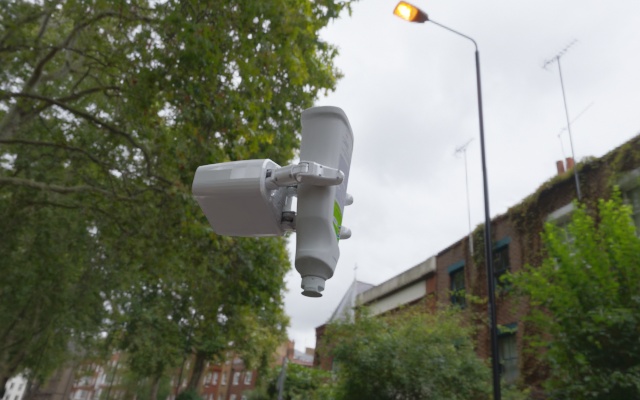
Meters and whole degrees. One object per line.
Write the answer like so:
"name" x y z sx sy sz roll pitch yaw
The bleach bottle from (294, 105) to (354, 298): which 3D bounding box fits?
"bleach bottle" 0.000 0.002 0.642 0.068 0.250 0.103 -2 -28 18
